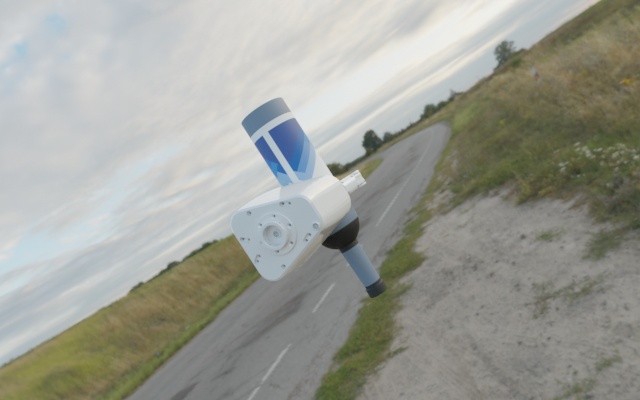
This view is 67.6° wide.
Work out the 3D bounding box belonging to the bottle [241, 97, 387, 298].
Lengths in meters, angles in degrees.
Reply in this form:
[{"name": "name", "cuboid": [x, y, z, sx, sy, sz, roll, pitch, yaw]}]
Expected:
[{"name": "bottle", "cuboid": [0.000, 0.002, 0.650, 0.069, 0.295, 0.069, -33, 1, 0]}]
